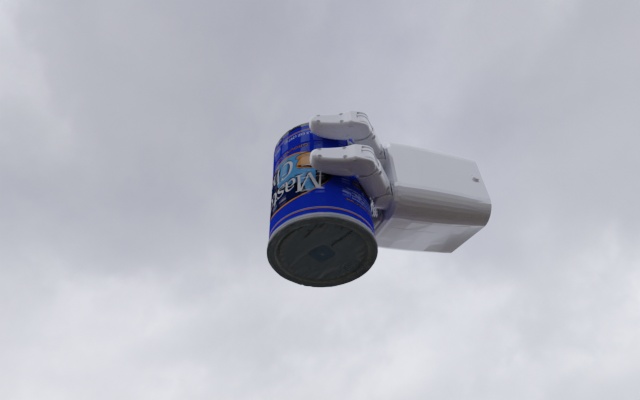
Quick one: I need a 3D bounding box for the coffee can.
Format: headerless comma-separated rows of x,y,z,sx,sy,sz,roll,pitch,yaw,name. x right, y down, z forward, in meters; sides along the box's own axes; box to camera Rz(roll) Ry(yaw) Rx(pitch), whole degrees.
0.000,0.002,0.487,0.103,0.103,0.140,-1,45,-1,coffee can
